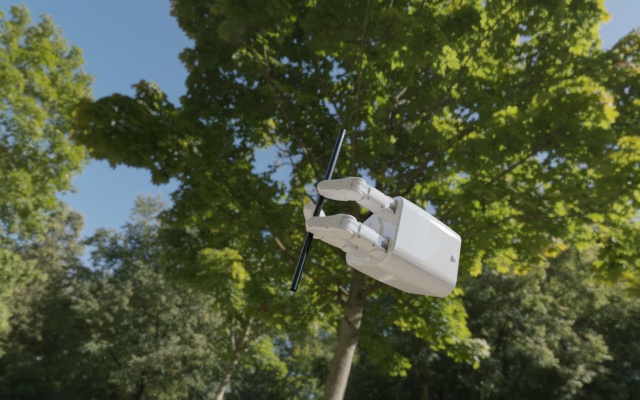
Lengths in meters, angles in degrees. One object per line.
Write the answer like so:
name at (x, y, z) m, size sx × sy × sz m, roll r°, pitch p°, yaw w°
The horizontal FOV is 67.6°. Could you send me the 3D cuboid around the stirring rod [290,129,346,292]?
stirring rod at (0.000, 0.002, 0.593) m, size 0.011 × 0.239 × 0.011 m, roll 13°, pitch -32°, yaw 8°
